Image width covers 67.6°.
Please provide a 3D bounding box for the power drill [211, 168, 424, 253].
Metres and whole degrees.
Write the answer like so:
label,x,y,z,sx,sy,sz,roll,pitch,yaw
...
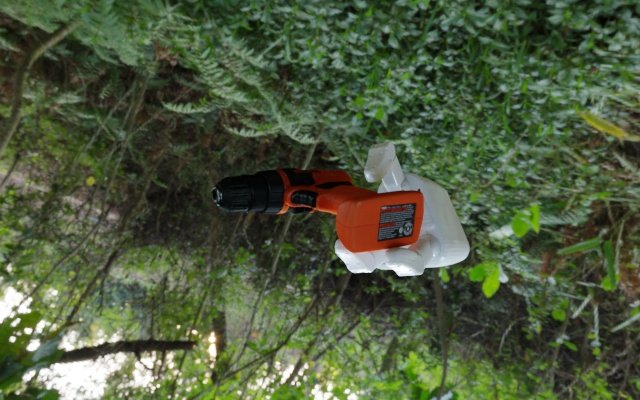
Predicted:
label,x,y,z,sx,sy,sz,roll,pitch,yaw
power drill,0.001,0.002,0.512,0.184,0.057,0.187,-7,17,-36
